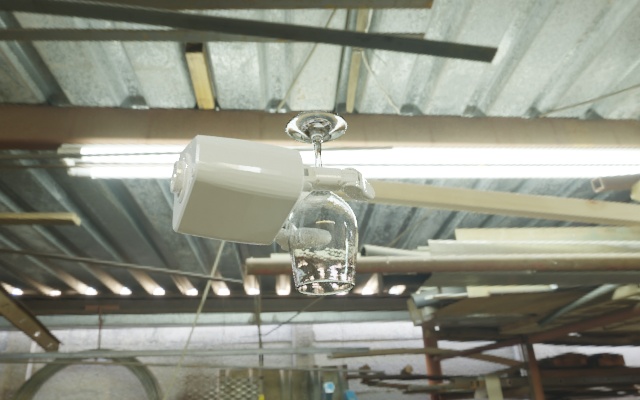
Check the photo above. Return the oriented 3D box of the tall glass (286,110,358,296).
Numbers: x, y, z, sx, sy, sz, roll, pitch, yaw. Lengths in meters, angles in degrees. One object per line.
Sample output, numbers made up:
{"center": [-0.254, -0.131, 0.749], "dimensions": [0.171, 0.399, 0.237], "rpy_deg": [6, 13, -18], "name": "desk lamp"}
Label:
{"center": [0.000, 0.001, 0.541], "dimensions": [0.079, 0.201, 0.079], "rpy_deg": [-3, -23, -1], "name": "tall glass"}
